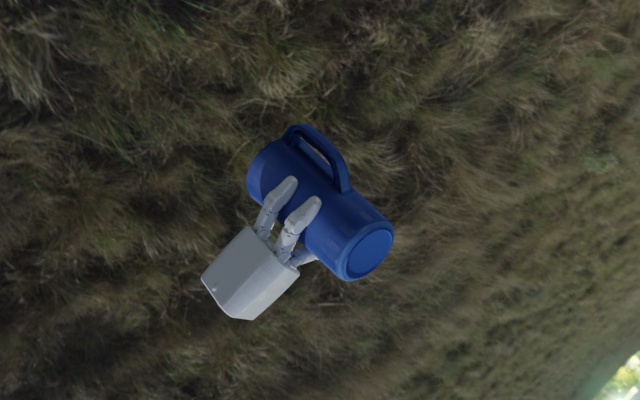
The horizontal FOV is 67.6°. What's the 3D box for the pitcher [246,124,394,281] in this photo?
[{"bbox_3d":[0.000,0.003,0.741,0.242,0.145,0.149,42,-6,37],"label":"pitcher"}]
